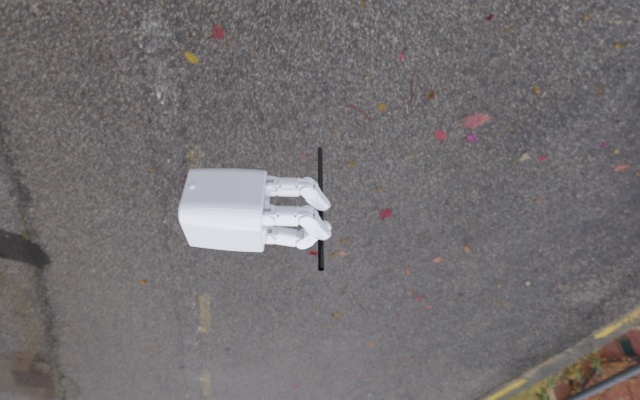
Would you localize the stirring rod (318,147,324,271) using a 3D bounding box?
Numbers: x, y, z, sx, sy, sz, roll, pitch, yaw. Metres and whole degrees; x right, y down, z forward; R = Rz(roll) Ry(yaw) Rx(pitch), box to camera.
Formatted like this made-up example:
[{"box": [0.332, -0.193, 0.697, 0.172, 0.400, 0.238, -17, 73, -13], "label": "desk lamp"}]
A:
[{"box": [0.000, 0.002, 0.697, 0.011, 0.239, 0.011, 0, -44, 0], "label": "stirring rod"}]
